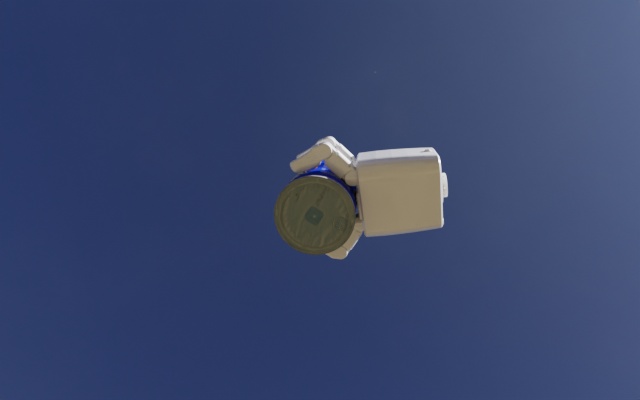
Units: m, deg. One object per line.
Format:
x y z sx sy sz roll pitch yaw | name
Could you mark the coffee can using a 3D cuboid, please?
0.000 0.002 0.658 0.103 0.103 0.140 0 15 7 | coffee can
